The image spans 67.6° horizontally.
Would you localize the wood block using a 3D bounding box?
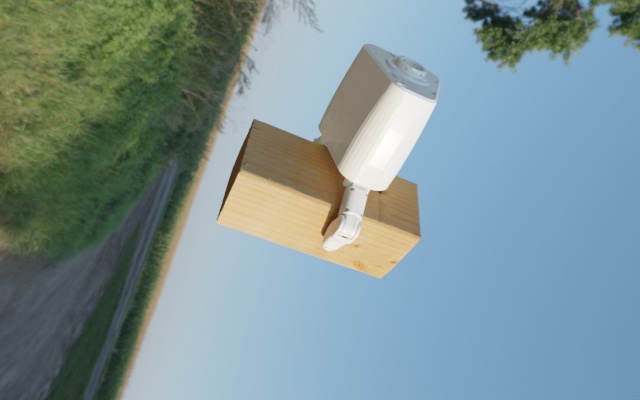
[{"bbox_3d":[0.000,0.002,0.543,0.206,0.090,0.090,20,-44,-14],"label":"wood block"}]
